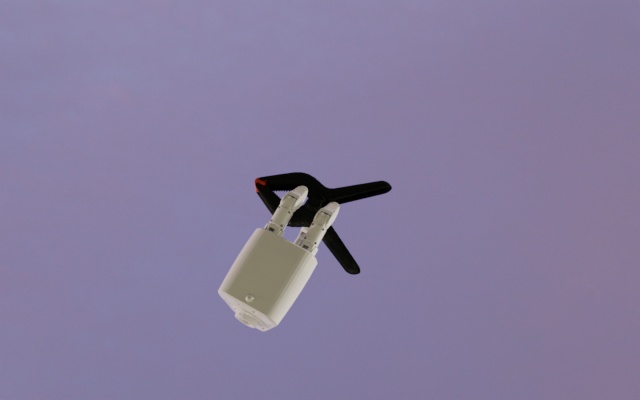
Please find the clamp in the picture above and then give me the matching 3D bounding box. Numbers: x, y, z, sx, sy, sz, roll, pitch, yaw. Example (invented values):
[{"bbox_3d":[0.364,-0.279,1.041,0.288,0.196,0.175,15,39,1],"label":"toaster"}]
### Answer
[{"bbox_3d":[-0.001,0.003,0.743,0.210,0.164,0.036,26,-28,12],"label":"clamp"}]
